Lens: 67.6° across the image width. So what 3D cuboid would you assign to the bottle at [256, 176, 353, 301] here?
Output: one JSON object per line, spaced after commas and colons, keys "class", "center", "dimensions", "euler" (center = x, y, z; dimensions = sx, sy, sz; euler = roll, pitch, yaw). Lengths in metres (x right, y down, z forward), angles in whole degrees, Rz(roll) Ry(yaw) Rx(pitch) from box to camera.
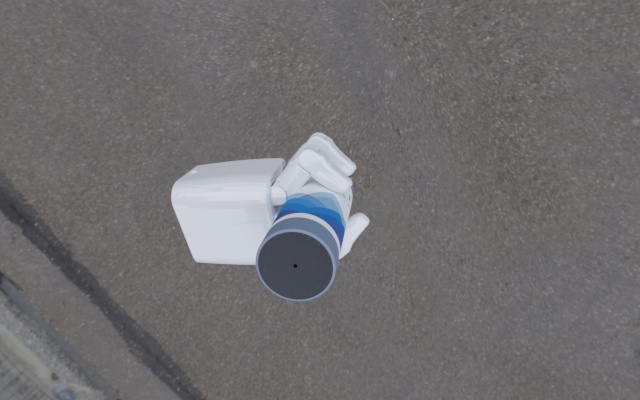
{"class": "bottle", "center": [0.000, 0.002, 0.521], "dimensions": [0.069, 0.069, 0.295], "euler": [0, 21, 9]}
